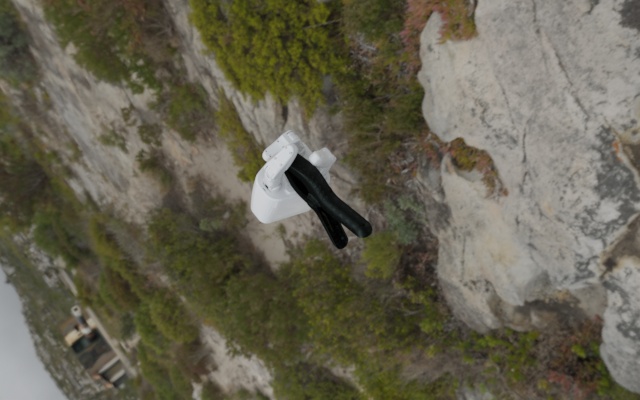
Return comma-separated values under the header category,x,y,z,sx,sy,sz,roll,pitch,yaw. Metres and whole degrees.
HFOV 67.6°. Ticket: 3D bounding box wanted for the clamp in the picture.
category,x,y,z,sx,sy,sz,roll,pitch,yaw
clamp,0.000,0.002,0.697,0.039,0.171,0.120,-35,-11,-26
